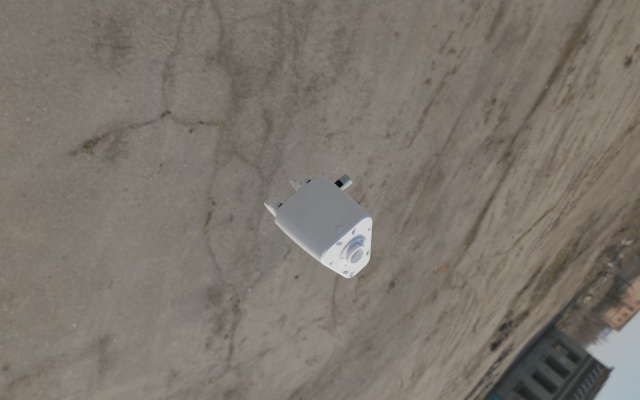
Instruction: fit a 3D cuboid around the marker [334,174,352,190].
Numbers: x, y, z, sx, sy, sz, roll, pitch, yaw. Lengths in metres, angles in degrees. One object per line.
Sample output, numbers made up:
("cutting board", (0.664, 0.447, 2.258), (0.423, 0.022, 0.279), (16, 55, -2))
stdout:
("marker", (0.000, 0.002, 0.755), (0.121, 0.020, 0.020), (-40, 11, -13))
